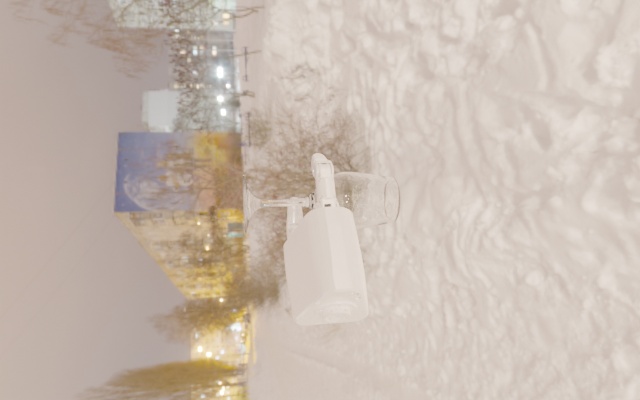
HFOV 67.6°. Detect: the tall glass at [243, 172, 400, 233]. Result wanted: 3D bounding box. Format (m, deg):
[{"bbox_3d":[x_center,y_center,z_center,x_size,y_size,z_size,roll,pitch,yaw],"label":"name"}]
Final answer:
[{"bbox_3d":[-0.001,0.002,0.629,0.201,0.079,0.079,-2,0,-10],"label":"tall glass"}]
